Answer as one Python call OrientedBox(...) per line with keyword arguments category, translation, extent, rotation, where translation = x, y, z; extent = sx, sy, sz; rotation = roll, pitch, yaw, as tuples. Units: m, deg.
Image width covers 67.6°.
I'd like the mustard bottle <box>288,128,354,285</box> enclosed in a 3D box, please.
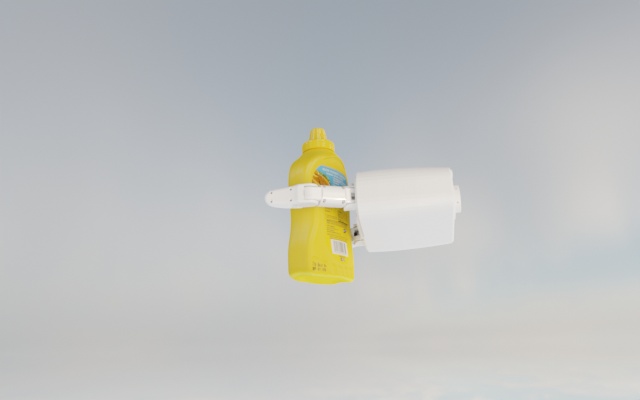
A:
OrientedBox(category="mustard bottle", translation=(0.000, 0.002, 0.579), extent=(0.058, 0.191, 0.096), rotation=(-14, -21, 34))
